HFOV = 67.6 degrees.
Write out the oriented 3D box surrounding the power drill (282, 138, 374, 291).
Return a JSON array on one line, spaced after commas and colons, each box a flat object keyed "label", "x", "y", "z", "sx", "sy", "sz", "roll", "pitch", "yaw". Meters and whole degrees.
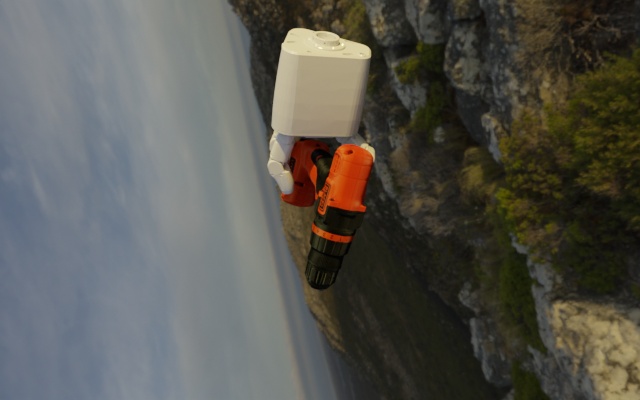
[{"label": "power drill", "x": 0.000, "y": 0.002, "z": 0.636, "sx": 0.057, "sy": 0.184, "sz": 0.187, "roll": 11, "pitch": 15, "yaw": -23}]
